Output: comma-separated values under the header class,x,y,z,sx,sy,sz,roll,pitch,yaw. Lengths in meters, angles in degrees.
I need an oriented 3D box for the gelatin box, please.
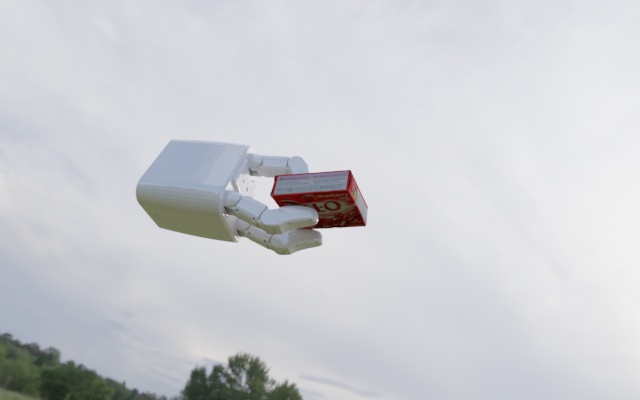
class,x,y,z,sx,sy,sz,roll,pitch,yaw
gelatin box,0.000,0.001,0.520,0.089,0.030,0.073,-4,-34,20
